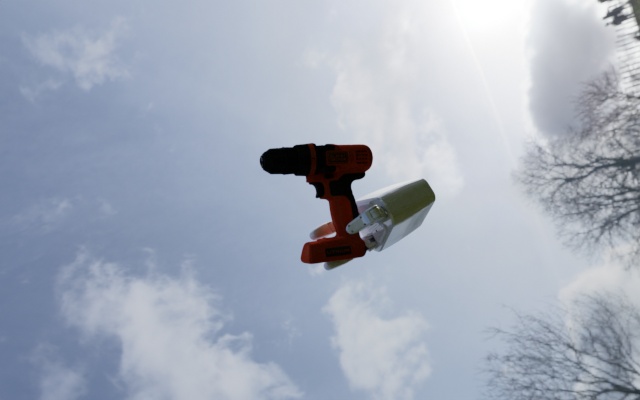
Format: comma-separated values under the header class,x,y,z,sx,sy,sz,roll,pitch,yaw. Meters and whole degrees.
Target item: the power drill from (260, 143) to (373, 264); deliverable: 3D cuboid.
class,x,y,z,sx,sy,sz,roll,pitch,yaw
power drill,0.000,0.003,0.754,0.184,0.187,0.057,-4,2,-17
